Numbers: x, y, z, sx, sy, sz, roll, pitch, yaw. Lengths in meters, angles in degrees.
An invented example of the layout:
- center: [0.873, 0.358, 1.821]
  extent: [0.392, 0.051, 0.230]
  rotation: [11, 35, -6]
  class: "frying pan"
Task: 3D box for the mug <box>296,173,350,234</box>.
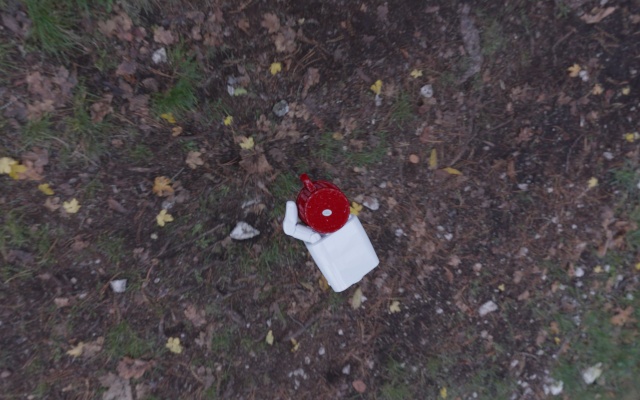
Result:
- center: [0.000, 0.002, 0.843]
  extent: [0.093, 0.117, 0.081]
  rotation: [-31, 11, -4]
  class: "mug"
